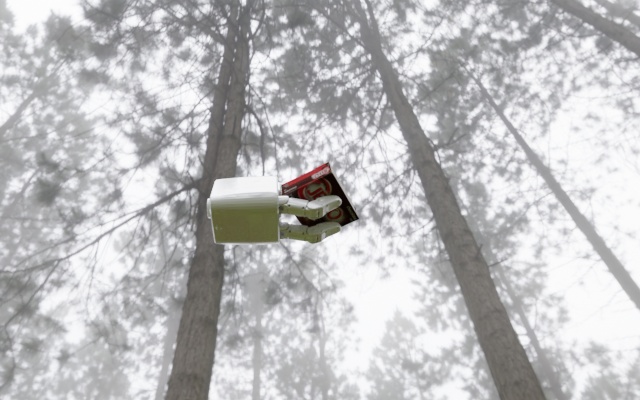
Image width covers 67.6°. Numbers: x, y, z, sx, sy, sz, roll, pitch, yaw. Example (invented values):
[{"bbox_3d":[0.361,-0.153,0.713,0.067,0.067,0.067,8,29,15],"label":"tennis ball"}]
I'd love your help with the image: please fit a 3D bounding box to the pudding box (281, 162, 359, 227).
[{"bbox_3d":[0.000,0.002,0.786,0.090,0.114,0.039,-25,39,11],"label":"pudding box"}]
